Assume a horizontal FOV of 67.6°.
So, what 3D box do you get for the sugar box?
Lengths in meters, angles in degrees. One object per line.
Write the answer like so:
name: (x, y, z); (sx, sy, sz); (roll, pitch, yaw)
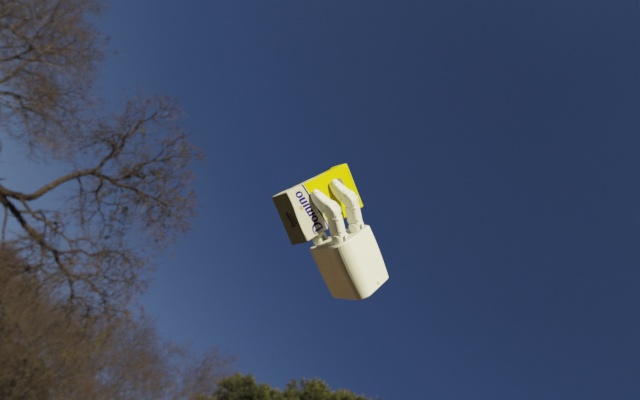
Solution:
sugar box: (0.001, 0.003, 0.863); (0.048, 0.093, 0.176); (-17, 9, 41)
